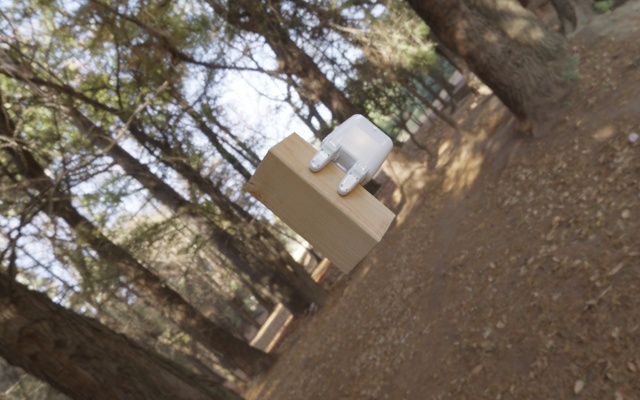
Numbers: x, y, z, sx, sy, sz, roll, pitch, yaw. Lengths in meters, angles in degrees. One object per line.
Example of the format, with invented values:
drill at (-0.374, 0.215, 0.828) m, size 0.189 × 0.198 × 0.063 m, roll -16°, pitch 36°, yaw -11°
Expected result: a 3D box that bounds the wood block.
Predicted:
wood block at (0.000, 0.002, 0.737) m, size 0.206 × 0.091 × 0.090 m, roll 40°, pitch 36°, yaw 2°
